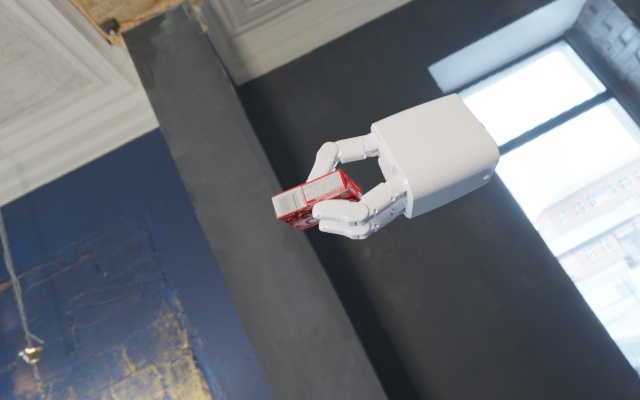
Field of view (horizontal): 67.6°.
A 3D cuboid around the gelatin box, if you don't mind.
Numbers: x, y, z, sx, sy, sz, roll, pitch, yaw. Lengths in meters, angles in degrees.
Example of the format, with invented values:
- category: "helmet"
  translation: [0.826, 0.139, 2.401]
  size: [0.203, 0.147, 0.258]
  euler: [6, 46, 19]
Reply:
- category: "gelatin box"
  translation: [0.000, 0.002, 0.550]
  size: [0.089, 0.030, 0.073]
  euler: [-22, -20, 14]
